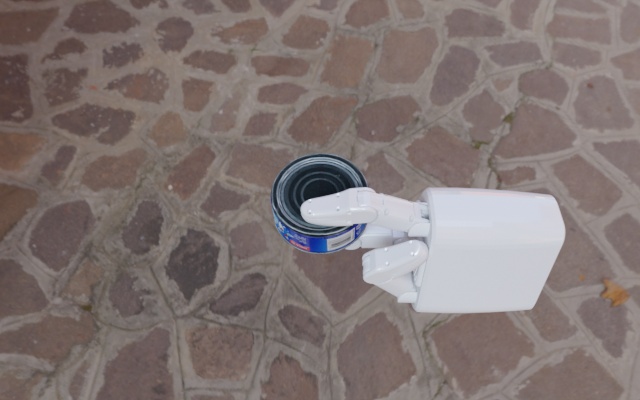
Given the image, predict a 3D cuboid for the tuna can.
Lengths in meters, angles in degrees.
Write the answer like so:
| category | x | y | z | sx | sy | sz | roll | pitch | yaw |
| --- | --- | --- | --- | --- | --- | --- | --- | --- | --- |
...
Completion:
| category | x | y | z | sx | sy | sz | roll | pitch | yaw |
| --- | --- | --- | --- | --- | --- | --- | --- | --- | --- |
| tuna can | 0.000 | 0.001 | 0.414 | 0.086 | 0.086 | 0.034 | 0 | -32 | 2 |
